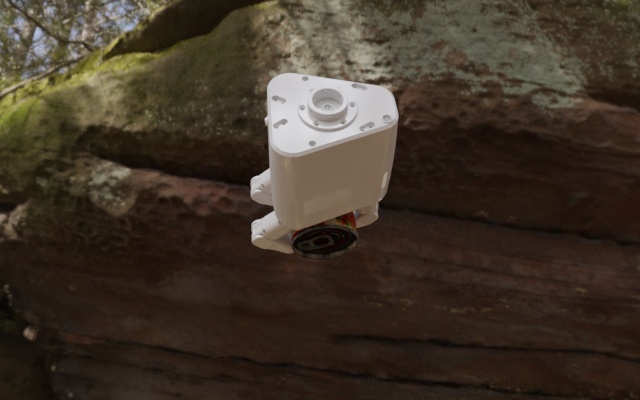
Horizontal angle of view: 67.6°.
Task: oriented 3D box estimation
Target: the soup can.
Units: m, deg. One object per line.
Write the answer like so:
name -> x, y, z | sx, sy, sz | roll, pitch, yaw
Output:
soup can -> 0.000, 0.002, 0.504 | 0.068, 0.102, 0.068 | -4, -33, -3
